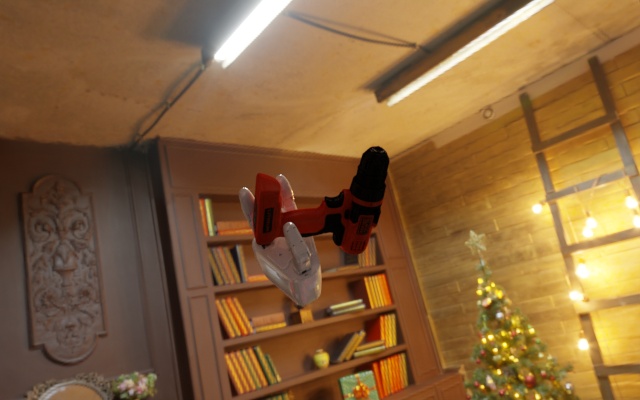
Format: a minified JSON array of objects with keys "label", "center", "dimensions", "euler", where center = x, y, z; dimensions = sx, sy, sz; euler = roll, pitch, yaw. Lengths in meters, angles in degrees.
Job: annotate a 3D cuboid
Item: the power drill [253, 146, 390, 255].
[{"label":"power drill","center":[0.000,0.002,0.691],"dimensions":[0.187,0.184,0.057],"euler":[2,33,-14]}]
